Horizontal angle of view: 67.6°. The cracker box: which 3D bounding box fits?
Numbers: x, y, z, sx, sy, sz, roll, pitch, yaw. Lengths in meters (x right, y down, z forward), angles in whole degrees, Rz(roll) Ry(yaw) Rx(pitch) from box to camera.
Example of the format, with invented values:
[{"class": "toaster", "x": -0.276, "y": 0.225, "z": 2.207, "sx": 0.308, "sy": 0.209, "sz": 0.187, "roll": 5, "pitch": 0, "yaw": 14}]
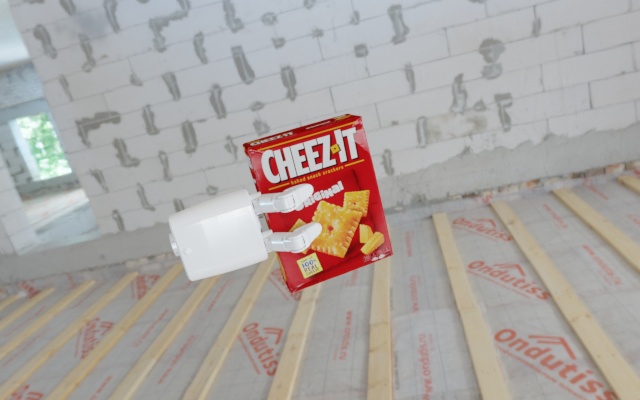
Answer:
[{"class": "cracker box", "x": 0.000, "y": 0.002, "z": 0.678, "sx": 0.164, "sy": 0.214, "sz": 0.072, "roll": -18, "pitch": 16, "yaw": -11}]
